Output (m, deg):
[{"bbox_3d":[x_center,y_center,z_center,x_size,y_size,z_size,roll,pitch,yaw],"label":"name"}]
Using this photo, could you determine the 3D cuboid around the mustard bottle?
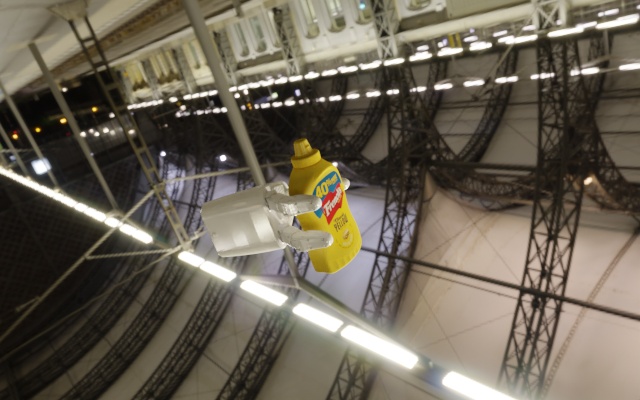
[{"bbox_3d":[0.000,0.002,0.688,0.058,0.192,0.096,-1,28,40],"label":"mustard bottle"}]
